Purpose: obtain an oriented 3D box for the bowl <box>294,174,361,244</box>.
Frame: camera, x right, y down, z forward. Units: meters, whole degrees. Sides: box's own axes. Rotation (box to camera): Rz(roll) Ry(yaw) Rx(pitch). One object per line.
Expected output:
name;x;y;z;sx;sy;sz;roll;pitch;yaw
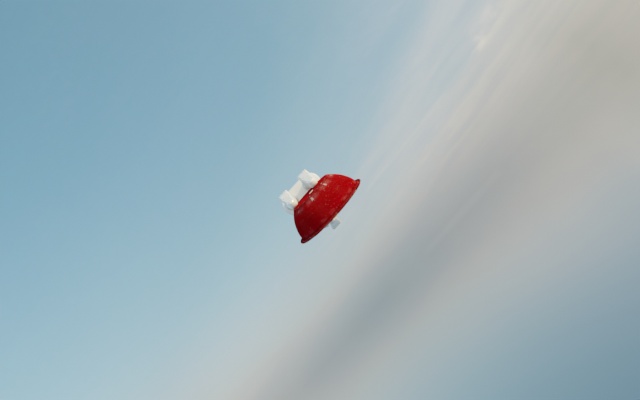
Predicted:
bowl;0.000;0.002;0.885;0.055;0.162;0.162;43;-7;-7
